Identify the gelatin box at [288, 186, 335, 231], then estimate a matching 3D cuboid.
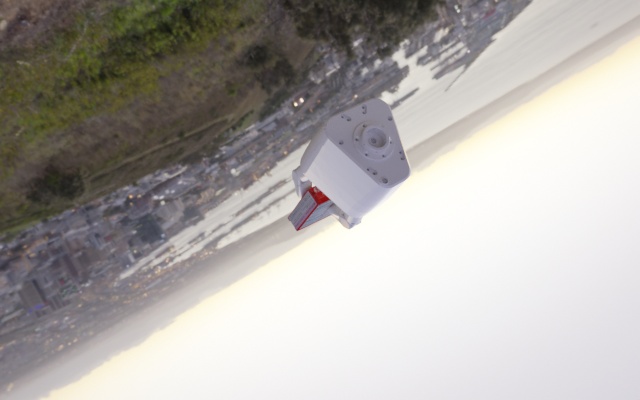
[{"bbox_3d":[0.000,0.003,0.703,0.073,0.030,0.089,-25,-17,-35],"label":"gelatin box"}]
